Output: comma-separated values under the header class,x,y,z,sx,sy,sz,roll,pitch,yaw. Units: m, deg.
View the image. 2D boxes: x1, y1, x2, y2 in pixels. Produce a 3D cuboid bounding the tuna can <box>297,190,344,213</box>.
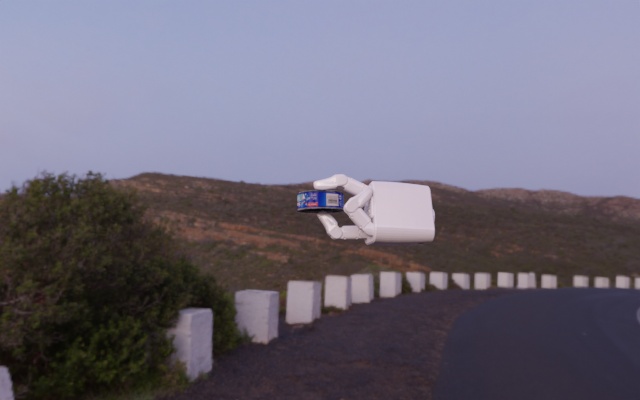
class,x,y,z,sx,sy,sz,roll,pitch,yaw
tuna can,0.000,0.002,0.869,0.086,0.033,0.086,-1,-7,0
